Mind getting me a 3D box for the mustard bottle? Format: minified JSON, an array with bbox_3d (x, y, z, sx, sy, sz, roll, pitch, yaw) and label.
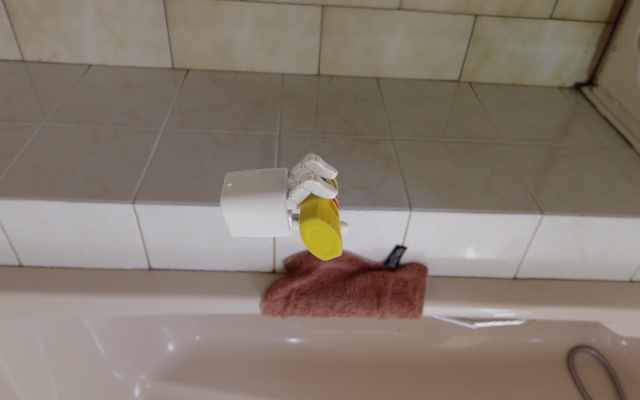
[{"bbox_3d":[0.000,0.003,0.813,0.058,0.096,0.191,-22,37,16],"label":"mustard bottle"}]
